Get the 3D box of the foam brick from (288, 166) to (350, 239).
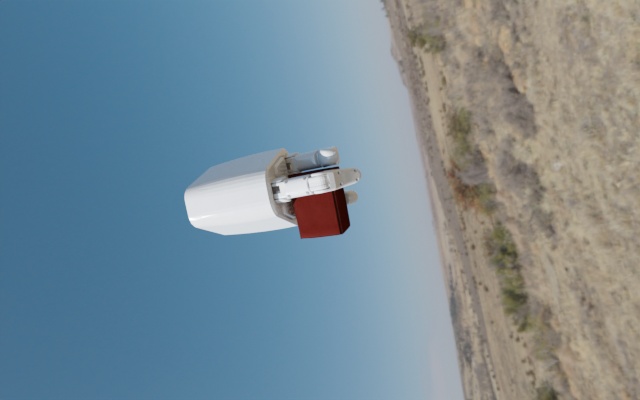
[{"bbox_3d":[0.000,0.002,0.565,0.051,0.078,0.053,-11,3,15],"label":"foam brick"}]
